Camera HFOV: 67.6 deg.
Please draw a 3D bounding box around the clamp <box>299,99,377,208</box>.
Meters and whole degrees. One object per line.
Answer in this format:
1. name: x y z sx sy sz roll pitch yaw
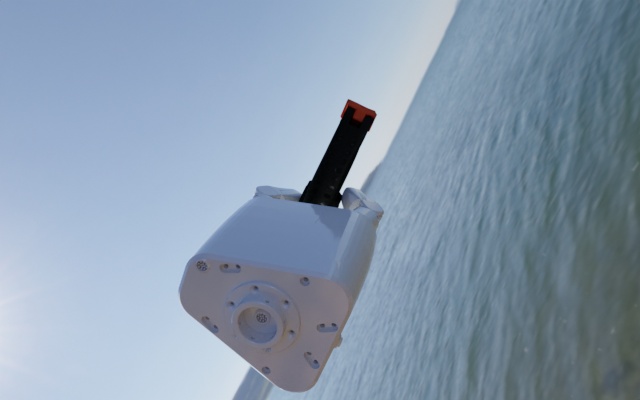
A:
1. clamp: -0.001 0.001 0.465 0.036 0.210 0.164 25 21 2
